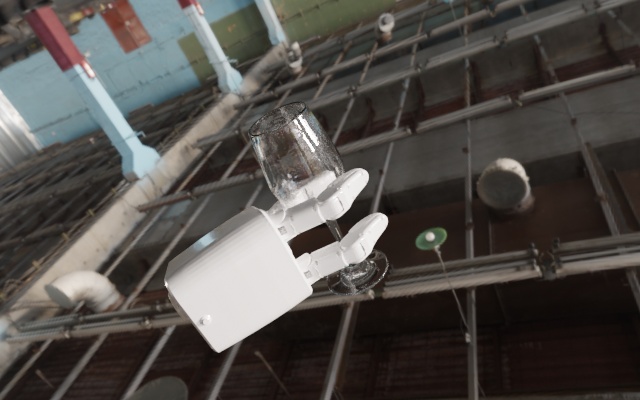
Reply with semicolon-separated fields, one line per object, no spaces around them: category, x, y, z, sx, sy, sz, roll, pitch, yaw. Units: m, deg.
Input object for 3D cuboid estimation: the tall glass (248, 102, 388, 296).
tall glass;0.000;0.002;0.492;0.079;0.201;0.079;-21;27;12
